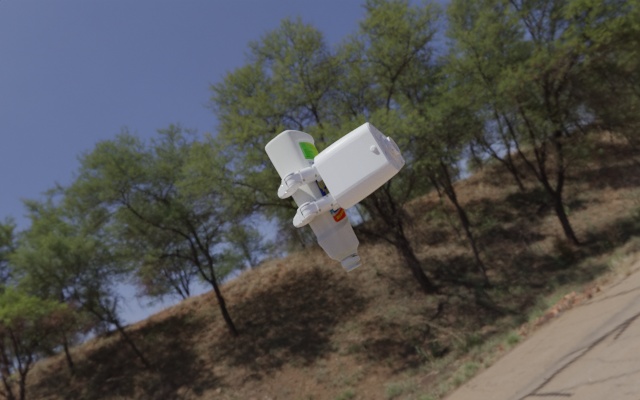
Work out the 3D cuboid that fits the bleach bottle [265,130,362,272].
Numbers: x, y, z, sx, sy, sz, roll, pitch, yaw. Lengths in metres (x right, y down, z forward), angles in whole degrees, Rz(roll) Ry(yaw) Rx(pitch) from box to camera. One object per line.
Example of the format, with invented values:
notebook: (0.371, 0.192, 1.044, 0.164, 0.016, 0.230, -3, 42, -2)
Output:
bleach bottle: (0.000, 0.003, 0.808, 0.068, 0.250, 0.102, -34, -15, 22)
